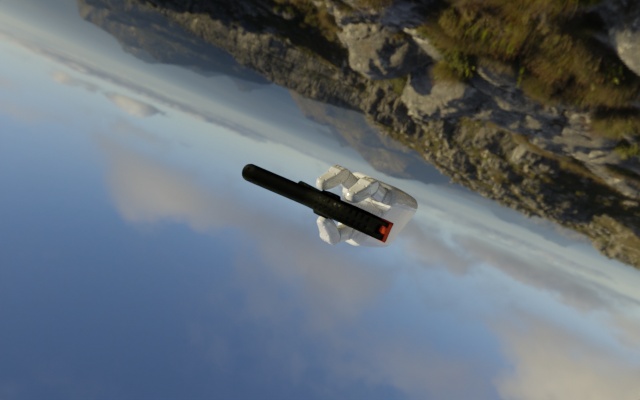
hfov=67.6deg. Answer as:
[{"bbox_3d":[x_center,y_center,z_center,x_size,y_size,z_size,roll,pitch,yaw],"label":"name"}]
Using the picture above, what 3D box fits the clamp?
[{"bbox_3d":[0.000,0.003,0.667,0.210,0.036,0.164,26,5,33],"label":"clamp"}]
